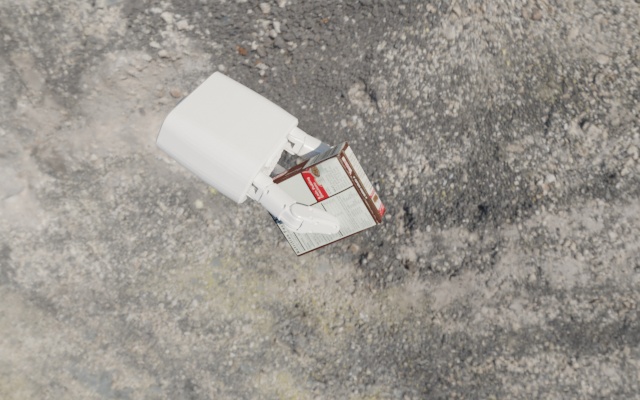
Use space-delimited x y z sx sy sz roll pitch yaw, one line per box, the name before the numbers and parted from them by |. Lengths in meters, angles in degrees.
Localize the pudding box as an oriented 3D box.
pudding box | 0.000 0.002 0.517 0.113 0.090 0.039 -23 17 29
